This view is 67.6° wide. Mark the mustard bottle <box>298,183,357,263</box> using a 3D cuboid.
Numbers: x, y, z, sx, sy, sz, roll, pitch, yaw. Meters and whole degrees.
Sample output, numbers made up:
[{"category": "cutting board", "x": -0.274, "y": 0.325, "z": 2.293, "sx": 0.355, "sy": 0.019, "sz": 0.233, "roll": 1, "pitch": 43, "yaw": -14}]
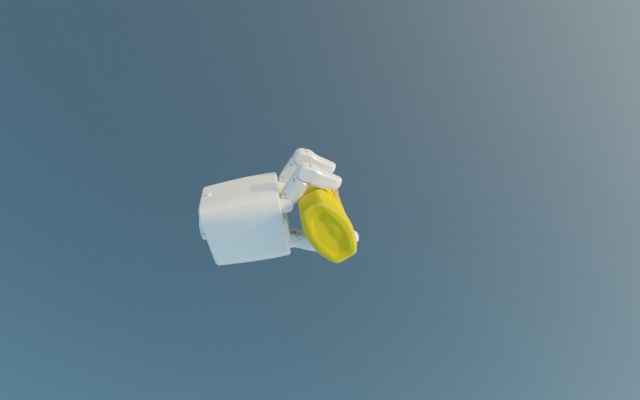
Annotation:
[{"category": "mustard bottle", "x": 0.000, "y": 0.002, "z": 0.685, "sx": 0.058, "sy": 0.096, "sz": 0.191, "roll": -32, "pitch": 26, "yaw": 8}]
